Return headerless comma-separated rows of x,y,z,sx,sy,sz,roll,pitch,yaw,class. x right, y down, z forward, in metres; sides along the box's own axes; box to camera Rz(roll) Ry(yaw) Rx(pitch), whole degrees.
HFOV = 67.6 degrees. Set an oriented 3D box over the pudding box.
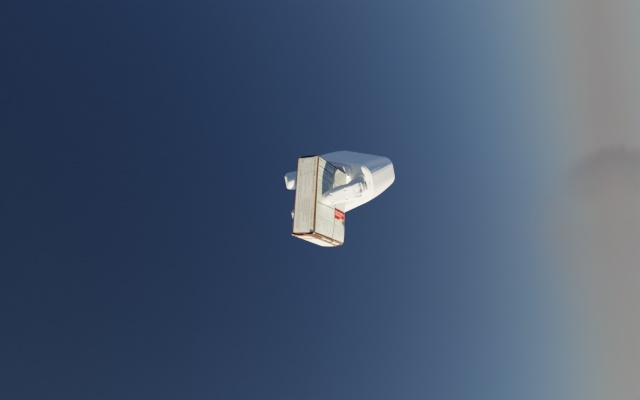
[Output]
0.000,0.002,0.675,0.039,0.113,0.090,-7,-18,29,pudding box
